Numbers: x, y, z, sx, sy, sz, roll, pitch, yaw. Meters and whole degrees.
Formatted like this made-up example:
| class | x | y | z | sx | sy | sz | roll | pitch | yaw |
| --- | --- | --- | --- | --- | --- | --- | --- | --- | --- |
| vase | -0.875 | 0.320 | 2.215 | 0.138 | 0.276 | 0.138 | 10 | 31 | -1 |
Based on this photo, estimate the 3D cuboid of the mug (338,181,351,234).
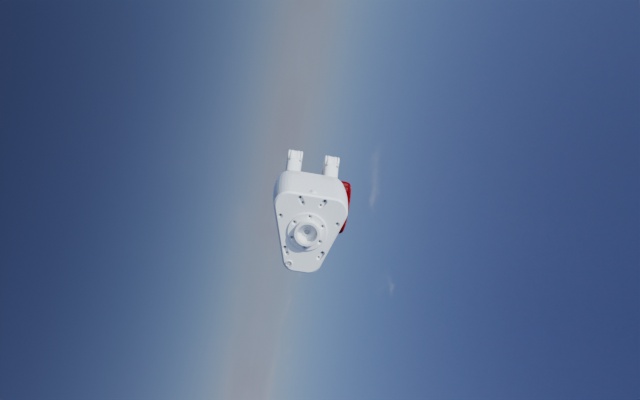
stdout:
| class | x | y | z | sx | sy | sz | roll | pitch | yaw |
| --- | --- | --- | --- | --- | --- | --- | --- | --- | --- |
| mug | 0.000 | 0.002 | 0.748 | 0.081 | 0.093 | 0.117 | 9 | 16 | -4 |
